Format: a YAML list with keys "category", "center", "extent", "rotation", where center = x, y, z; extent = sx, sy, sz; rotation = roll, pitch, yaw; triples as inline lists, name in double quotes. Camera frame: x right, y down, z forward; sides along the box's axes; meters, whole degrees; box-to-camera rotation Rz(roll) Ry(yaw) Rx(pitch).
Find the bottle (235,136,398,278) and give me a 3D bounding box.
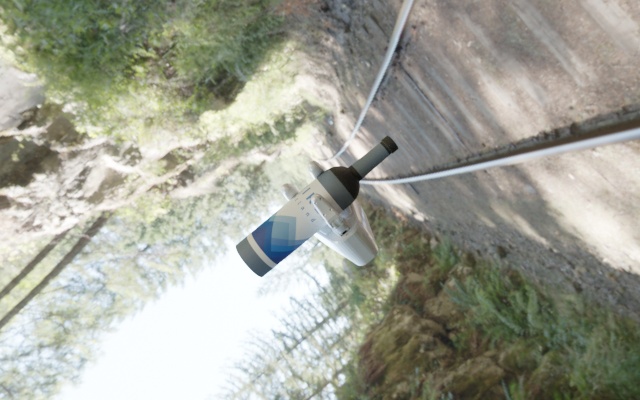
- category: "bottle"
  center: [0.000, 0.003, 0.751]
  extent: [0.296, 0.069, 0.069]
  rotation: [-40, -2, 2]
